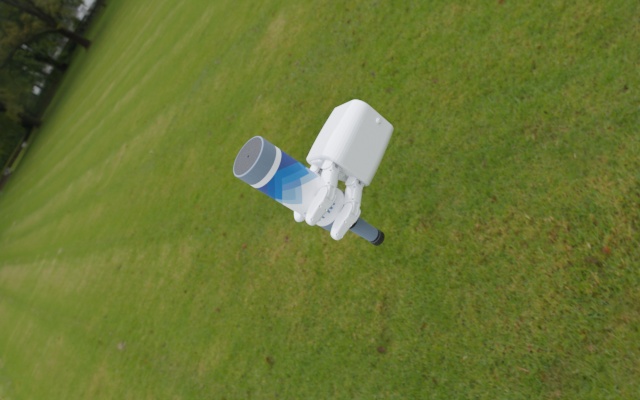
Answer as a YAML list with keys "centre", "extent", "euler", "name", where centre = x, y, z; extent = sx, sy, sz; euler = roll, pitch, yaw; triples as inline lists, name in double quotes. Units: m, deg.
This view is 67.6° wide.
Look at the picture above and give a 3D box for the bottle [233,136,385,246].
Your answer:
- centre: [0.000, 0.002, 0.754]
  extent: [0.296, 0.069, 0.069]
  euler: [32, -20, -35]
  name: "bottle"
